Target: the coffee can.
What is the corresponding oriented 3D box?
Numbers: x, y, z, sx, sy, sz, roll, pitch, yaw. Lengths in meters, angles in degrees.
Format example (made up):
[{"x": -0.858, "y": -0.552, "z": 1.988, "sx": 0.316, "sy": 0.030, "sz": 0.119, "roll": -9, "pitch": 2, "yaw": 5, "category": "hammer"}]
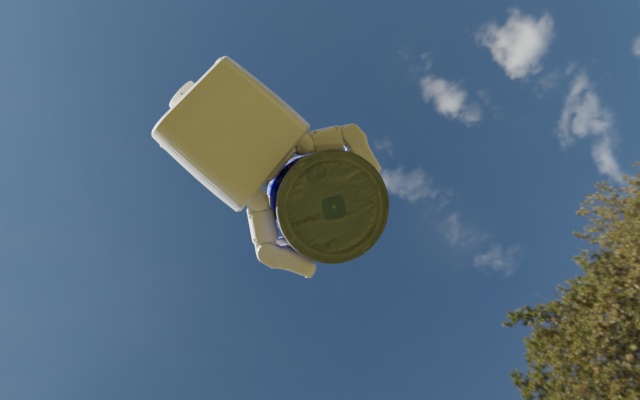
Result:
[{"x": 0.000, "y": 0.002, "z": 0.491, "sx": 0.103, "sy": 0.103, "sz": 0.140, "roll": 0, "pitch": 4, "yaw": -10, "category": "coffee can"}]
